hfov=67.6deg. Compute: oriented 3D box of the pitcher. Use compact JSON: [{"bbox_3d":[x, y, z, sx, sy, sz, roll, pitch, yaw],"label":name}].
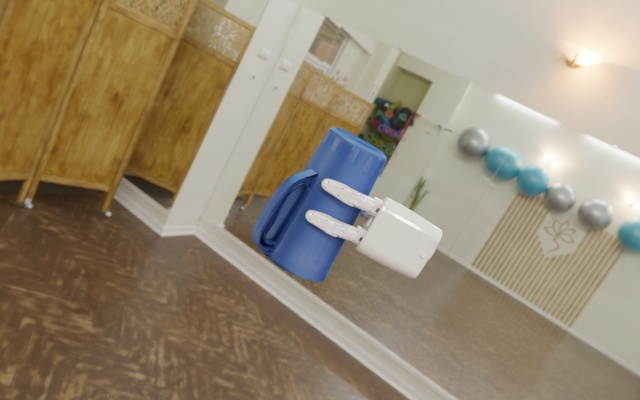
[{"bbox_3d":[0.000,0.003,0.797,0.145,0.243,0.149,29,11,0],"label":"pitcher"}]
